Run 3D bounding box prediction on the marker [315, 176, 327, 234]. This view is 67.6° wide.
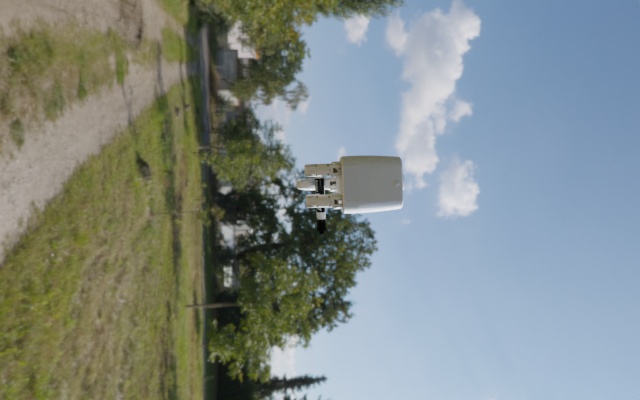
[{"bbox_3d":[0.000,0.003,0.897,0.020,0.121,0.020,-2,5,0],"label":"marker"}]
